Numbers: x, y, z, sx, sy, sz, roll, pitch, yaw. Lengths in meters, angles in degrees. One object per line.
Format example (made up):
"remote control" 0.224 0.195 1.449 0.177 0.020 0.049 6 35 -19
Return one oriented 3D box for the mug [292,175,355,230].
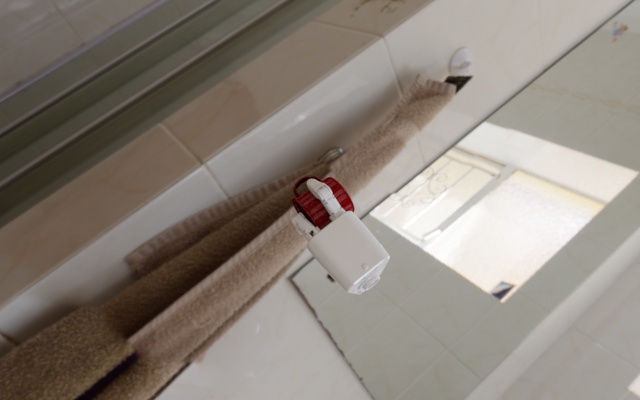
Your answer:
"mug" -0.001 0.002 0.866 0.081 0.117 0.093 -36 -21 -12
